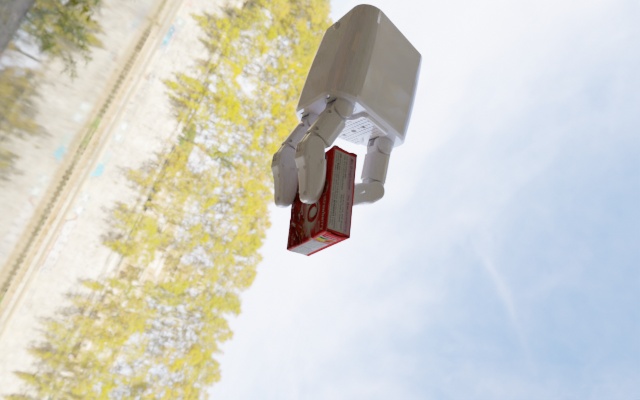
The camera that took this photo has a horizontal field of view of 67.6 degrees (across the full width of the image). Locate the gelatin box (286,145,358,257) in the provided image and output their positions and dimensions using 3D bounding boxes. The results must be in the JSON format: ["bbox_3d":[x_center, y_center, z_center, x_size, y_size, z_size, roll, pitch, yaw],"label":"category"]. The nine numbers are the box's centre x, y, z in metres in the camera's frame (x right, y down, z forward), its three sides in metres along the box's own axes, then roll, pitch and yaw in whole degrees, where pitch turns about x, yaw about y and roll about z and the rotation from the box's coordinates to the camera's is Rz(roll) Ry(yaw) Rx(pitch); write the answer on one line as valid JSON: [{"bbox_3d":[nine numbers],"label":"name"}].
[{"bbox_3d":[0.000,0.002,0.457,0.030,0.089,0.073,19,-28,-27],"label":"gelatin box"}]
